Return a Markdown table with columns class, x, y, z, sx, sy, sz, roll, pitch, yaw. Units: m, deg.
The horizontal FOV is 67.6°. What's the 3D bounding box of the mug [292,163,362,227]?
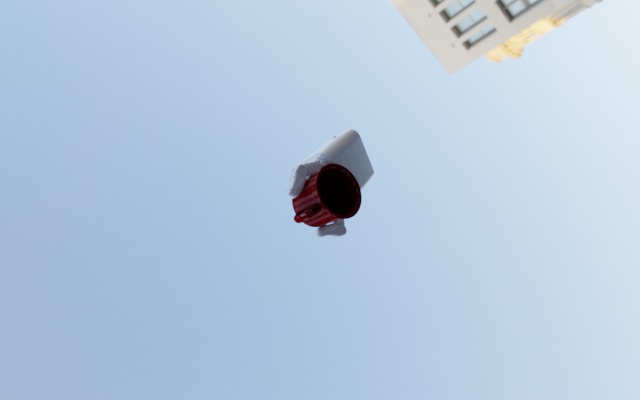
| class | x | y | z | sx | sy | sz | roll | pitch | yaw |
| --- | --- | --- | --- | --- | --- | --- | --- | --- | --- |
| mug | -0.001 | 0.003 | 0.777 | 0.081 | 0.093 | 0.117 | -26 | 13 | 48 |
